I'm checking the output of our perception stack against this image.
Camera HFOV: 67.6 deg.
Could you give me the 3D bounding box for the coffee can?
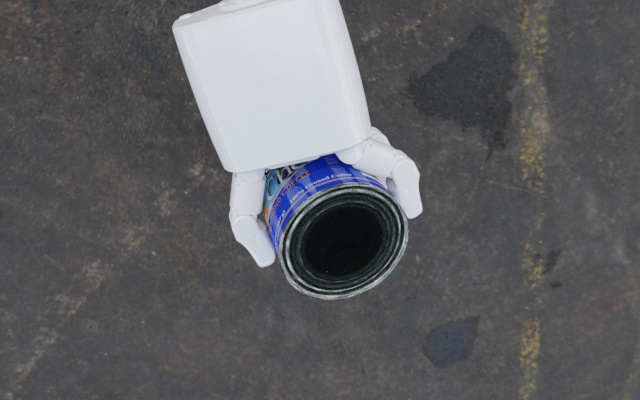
[{"bbox_3d":[0.000,0.001,0.414,0.103,0.103,0.140,0,27,-18],"label":"coffee can"}]
